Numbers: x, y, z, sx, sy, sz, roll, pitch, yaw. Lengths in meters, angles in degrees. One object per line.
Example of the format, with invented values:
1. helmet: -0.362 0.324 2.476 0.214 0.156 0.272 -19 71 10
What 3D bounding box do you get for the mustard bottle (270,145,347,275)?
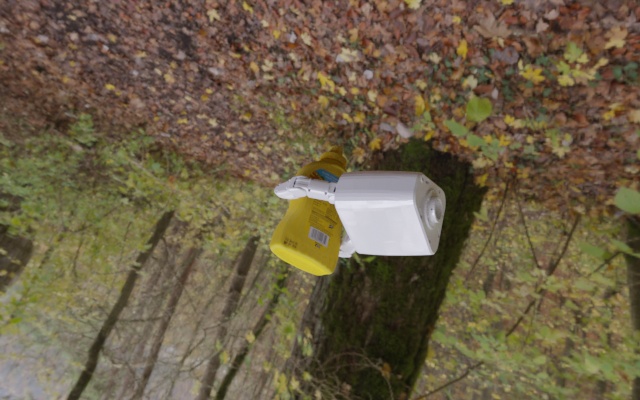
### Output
1. mustard bottle: 0.000 0.002 0.682 0.096 0.191 0.058 31 -29 -25
